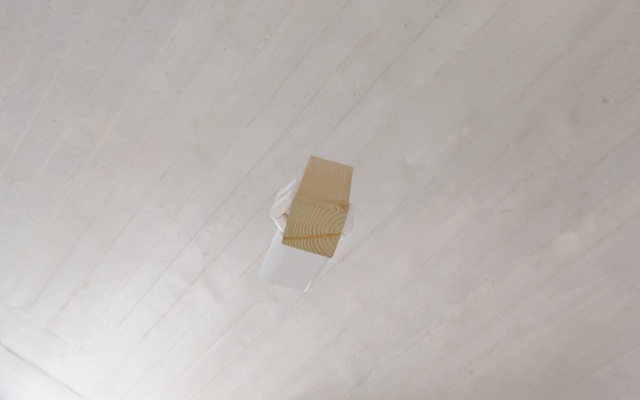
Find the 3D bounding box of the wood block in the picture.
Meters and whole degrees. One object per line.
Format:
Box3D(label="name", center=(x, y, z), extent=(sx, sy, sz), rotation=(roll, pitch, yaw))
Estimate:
Box3D(label="wood block", center=(0.000, 0.003, 0.857), extent=(0.091, 0.090, 0.206), rotation=(16, 26, -1))
